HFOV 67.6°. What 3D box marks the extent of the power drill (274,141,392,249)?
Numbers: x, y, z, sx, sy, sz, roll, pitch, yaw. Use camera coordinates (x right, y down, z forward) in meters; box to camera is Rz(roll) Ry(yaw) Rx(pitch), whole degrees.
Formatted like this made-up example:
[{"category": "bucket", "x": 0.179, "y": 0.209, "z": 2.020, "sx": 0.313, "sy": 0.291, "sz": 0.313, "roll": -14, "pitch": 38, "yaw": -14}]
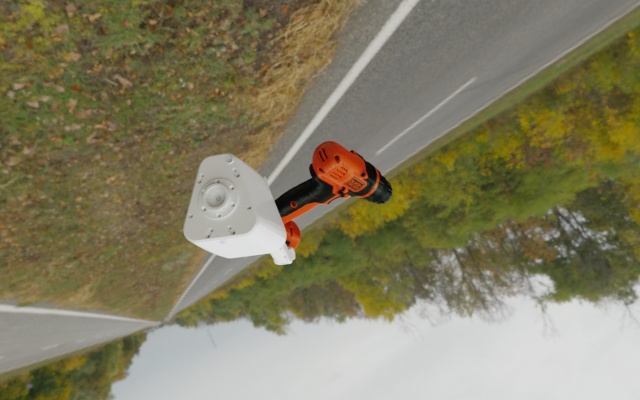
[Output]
[{"category": "power drill", "x": 0.000, "y": 0.003, "z": 0.699, "sx": 0.188, "sy": 0.057, "sz": 0.184, "roll": -37, "pitch": -34, "yaw": 18}]
